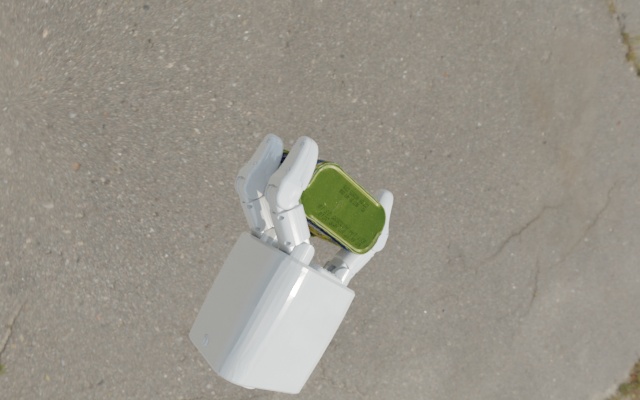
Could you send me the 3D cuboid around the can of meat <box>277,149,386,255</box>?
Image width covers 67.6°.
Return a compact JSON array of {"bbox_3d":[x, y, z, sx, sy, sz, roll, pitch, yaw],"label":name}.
[{"bbox_3d":[0.000,0.001,0.439,0.102,0.057,0.084,38,-11,-33],"label":"can of meat"}]
